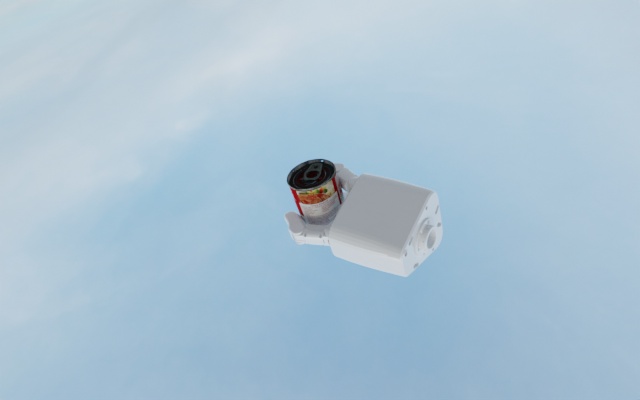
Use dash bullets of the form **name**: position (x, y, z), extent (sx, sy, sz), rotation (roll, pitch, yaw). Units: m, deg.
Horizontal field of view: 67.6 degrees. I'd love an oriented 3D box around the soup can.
- **soup can**: position (0.000, 0.002, 0.667), extent (0.068, 0.102, 0.068), rotation (-12, 38, 9)
